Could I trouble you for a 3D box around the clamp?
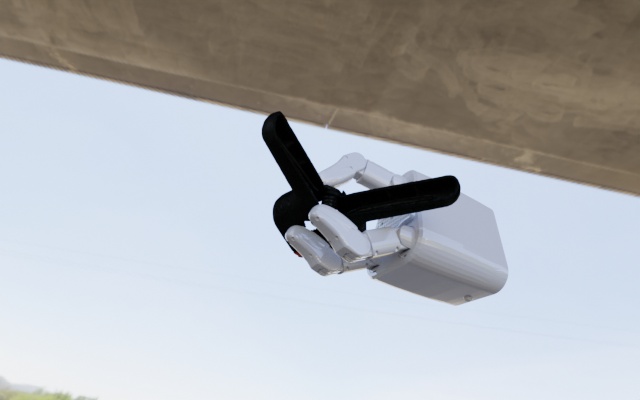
[{"bbox_3d":[0.000,0.001,0.442,0.164,0.036,0.210,23,-31,-15],"label":"clamp"}]
